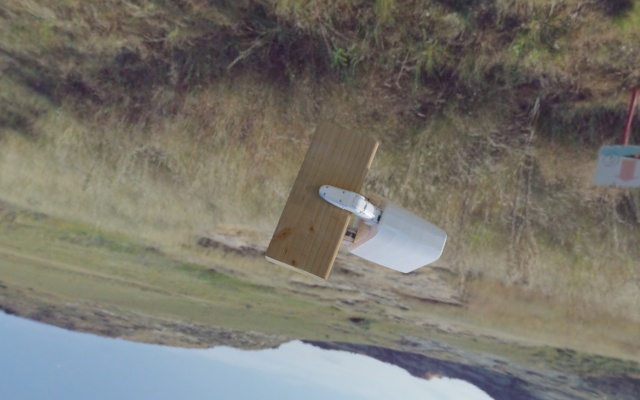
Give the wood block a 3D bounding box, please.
[{"bbox_3d":[0.000,0.002,0.689,0.090,0.206,0.091,22,-12,-2],"label":"wood block"}]
